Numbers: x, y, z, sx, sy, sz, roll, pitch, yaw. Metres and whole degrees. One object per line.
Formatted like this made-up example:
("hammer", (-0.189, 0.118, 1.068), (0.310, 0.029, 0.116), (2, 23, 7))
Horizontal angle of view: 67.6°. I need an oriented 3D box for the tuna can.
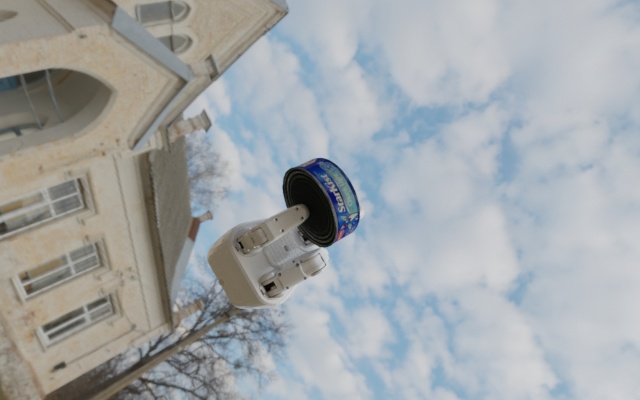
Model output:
("tuna can", (0.001, 0.001, 0.476), (0.033, 0.086, 0.086), (-27, 14, -29))
